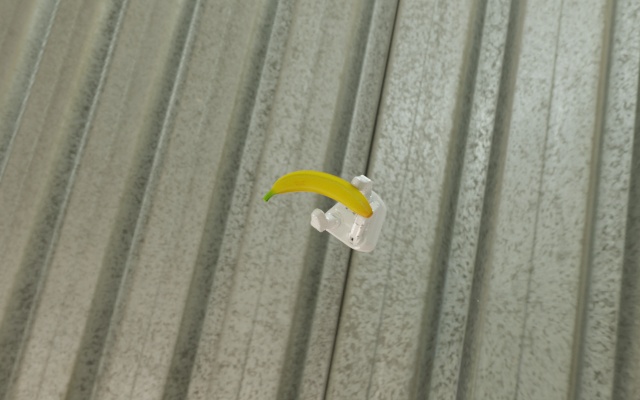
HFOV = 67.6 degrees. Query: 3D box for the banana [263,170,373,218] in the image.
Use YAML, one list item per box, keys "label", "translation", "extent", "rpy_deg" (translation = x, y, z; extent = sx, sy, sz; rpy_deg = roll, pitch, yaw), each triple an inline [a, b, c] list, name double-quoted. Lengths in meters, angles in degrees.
- label: "banana"
  translation: [0.000, -0.016, 0.825]
  extent: [0.198, 0.069, 0.037]
  rpy_deg: [8, -9, 19]
